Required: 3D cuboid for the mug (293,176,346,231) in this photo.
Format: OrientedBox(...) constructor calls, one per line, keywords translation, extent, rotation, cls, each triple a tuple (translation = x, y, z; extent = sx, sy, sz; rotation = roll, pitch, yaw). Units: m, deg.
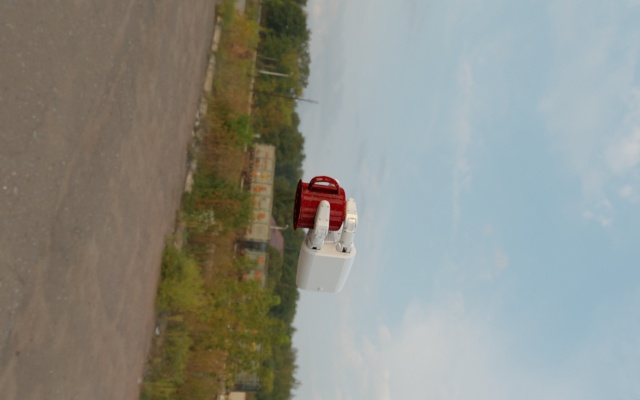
OrientedBox(translation=(0.001, 0.002, 0.853), extent=(0.081, 0.117, 0.093), rotation=(7, 40, -10), cls="mug")
